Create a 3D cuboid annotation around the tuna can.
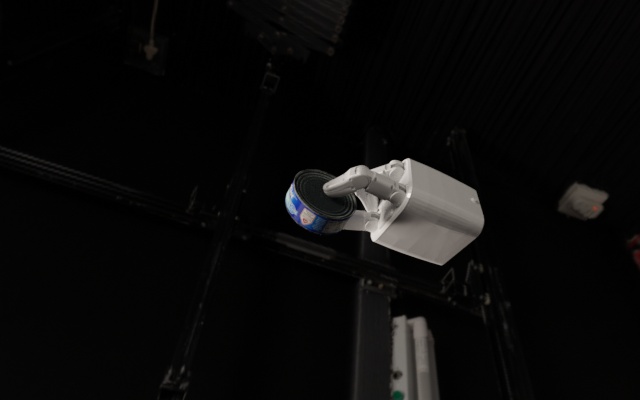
[{"bbox_3d":[0.000,0.002,0.597,0.086,0.086,0.034,0,-43,-35],"label":"tuna can"}]
